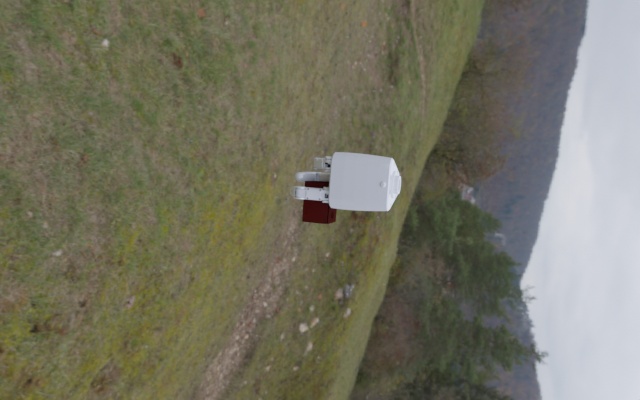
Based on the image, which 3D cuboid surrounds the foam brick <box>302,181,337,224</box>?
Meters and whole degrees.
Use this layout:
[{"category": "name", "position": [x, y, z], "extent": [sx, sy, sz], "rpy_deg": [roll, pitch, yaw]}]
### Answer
[{"category": "foam brick", "position": [0.000, 0.003, 0.888], "extent": [0.051, 0.078, 0.053], "rpy_deg": [5, 4, 17]}]
